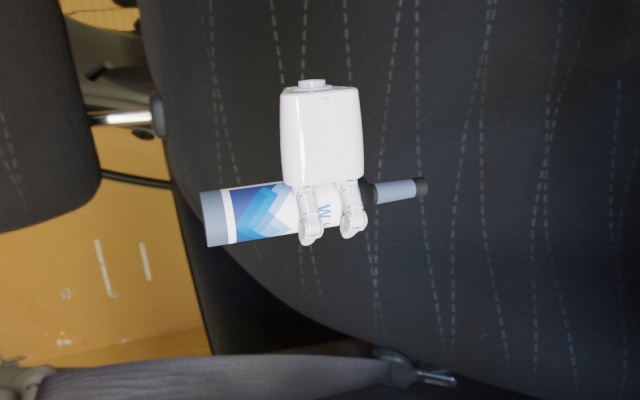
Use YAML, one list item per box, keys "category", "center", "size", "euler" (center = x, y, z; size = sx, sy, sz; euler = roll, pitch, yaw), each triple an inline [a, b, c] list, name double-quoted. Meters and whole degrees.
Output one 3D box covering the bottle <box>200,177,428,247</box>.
- category: "bottle"
  center: [0.000, 0.002, 0.611]
  size: [0.295, 0.069, 0.069]
  euler: [-9, 2, -16]
